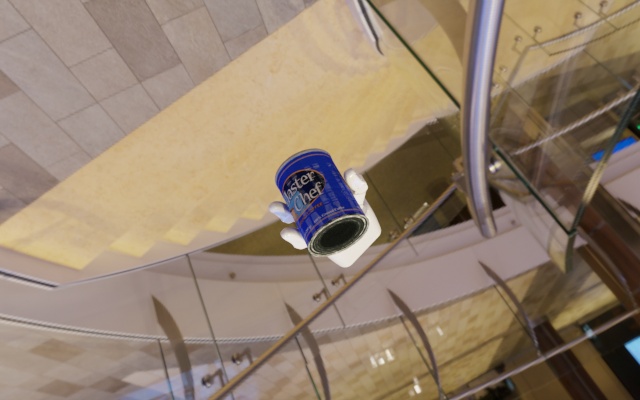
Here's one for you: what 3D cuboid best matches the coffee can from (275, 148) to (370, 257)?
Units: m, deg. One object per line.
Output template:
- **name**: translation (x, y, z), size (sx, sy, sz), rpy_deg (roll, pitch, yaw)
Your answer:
- **coffee can**: translation (0.000, 0.002, 0.753), size (0.103, 0.140, 0.103), rpy_deg (-20, -33, -14)
